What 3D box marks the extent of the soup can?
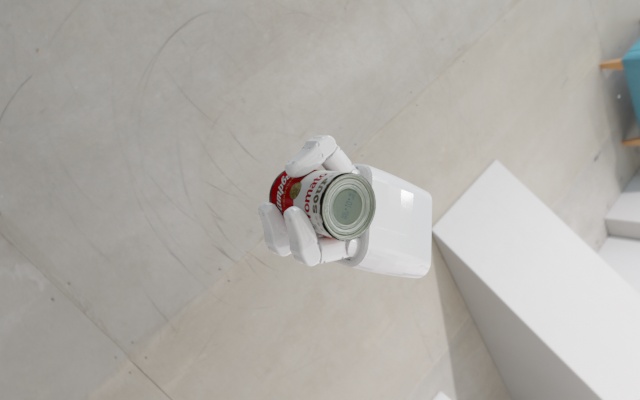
[{"bbox_3d":[0.000,0.001,0.494,0.068,0.068,0.102,0,6,-34],"label":"soup can"}]
